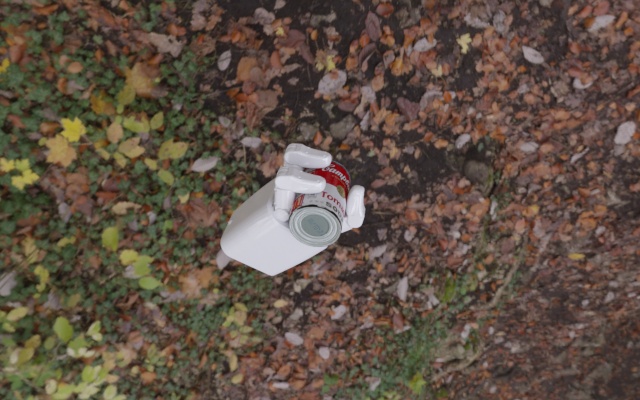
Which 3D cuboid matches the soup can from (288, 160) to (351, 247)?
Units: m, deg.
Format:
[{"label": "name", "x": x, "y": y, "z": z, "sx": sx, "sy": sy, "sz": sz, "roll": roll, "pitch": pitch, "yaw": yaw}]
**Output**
[{"label": "soup can", "x": 0.000, "y": 0.002, "z": 0.617, "sx": 0.068, "sy": 0.069, "sz": 0.102, "roll": 0, "pitch": 38, "yaw": 11}]
